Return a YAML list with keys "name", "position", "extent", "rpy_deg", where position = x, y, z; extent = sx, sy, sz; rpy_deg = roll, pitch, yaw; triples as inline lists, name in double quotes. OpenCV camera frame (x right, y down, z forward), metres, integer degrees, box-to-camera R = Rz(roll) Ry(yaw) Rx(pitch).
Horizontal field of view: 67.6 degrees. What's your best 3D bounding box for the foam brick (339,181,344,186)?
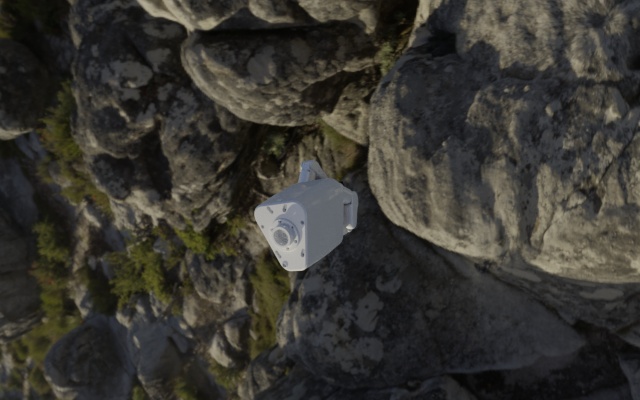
- name: "foam brick"
  position: [0.000, 0.003, 0.797]
  extent: [0.078, 0.053, 0.051]
  rpy_deg: [-8, 13, 33]
